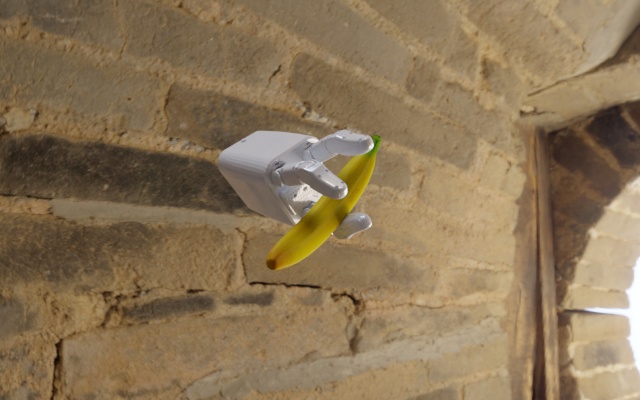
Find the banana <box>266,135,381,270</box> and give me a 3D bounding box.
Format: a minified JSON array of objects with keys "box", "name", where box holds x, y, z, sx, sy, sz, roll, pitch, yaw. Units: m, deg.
[{"box":[0.006,0.009,0.551,0.037,0.197,0.070,29,-21,26],"name":"banana"}]
